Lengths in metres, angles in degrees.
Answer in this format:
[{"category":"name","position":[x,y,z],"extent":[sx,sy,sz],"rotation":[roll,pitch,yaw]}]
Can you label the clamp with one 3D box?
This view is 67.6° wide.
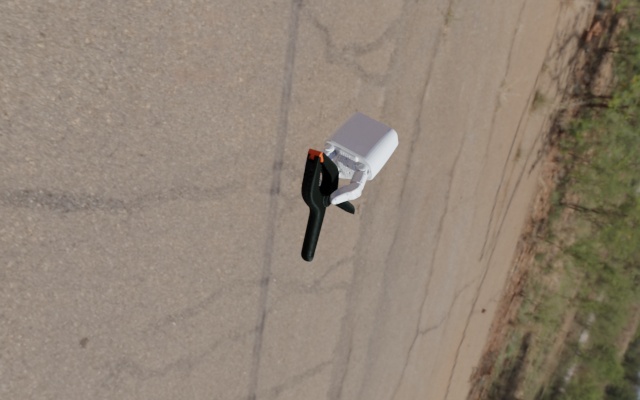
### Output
[{"category":"clamp","position":[0.001,0.003,0.876],"extent":[0.036,0.210,0.164],"rotation":[19,54,31]}]
